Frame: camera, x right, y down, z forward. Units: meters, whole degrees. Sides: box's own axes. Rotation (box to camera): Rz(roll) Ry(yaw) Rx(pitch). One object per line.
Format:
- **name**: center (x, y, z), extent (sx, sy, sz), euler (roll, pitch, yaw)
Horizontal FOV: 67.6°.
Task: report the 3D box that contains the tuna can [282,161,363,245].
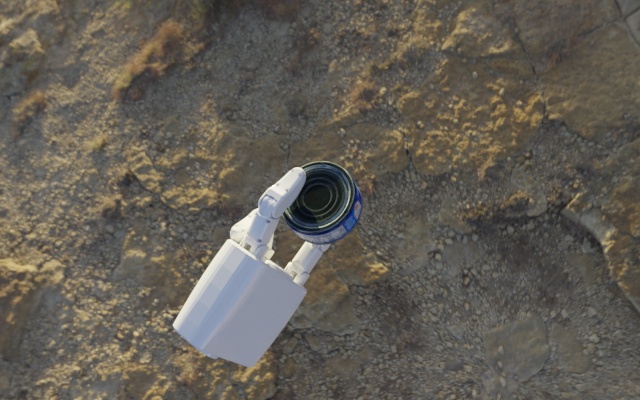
- **tuna can**: center (0.000, 0.001, 0.510), extent (0.086, 0.086, 0.034), euler (0, -24, 18)
